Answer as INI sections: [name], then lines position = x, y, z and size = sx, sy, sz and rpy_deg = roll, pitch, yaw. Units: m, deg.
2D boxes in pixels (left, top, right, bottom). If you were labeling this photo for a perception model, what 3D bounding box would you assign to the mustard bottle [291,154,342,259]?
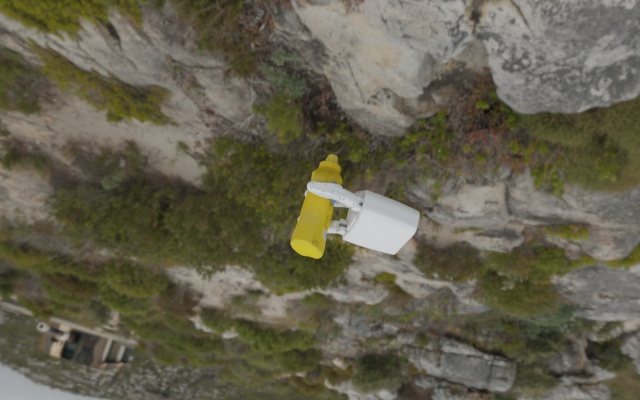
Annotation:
[mustard bottle]
position = 0.000, 0.003, 0.871
size = 0.058, 0.191, 0.096
rpy_deg = 11, -20, 14
